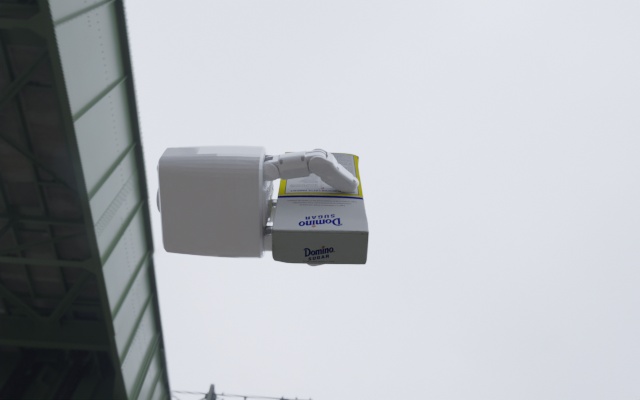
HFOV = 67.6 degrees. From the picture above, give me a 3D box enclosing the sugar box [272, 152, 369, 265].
[{"bbox_3d":[0.000,0.002,0.522,0.093,0.048,0.176,1,32,0],"label":"sugar box"}]
